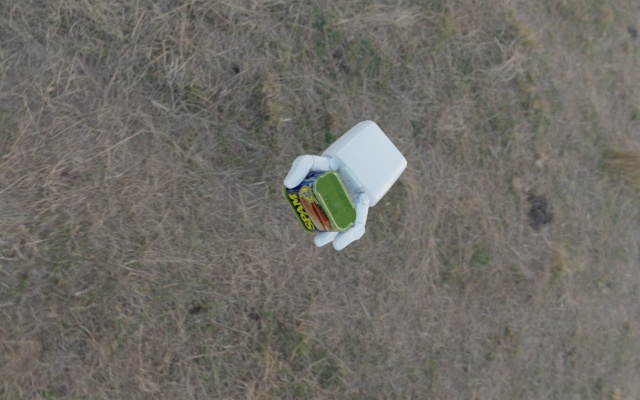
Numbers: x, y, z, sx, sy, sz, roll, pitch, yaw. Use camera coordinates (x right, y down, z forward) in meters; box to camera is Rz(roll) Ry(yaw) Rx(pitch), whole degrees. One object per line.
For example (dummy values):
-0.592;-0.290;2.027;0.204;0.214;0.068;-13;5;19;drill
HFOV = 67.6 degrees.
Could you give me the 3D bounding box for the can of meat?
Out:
0.000;0.002;0.749;0.057;0.102;0.084;-41;22;-32;can of meat
